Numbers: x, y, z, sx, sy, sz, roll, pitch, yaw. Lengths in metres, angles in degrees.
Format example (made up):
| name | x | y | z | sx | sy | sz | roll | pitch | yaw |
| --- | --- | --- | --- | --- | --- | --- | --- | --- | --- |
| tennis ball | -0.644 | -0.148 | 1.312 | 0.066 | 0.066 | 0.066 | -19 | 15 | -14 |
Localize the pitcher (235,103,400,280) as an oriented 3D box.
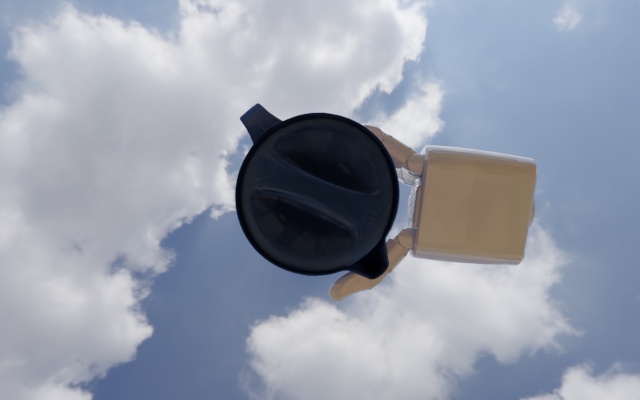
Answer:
| name | x | y | z | sx | sy | sz | roll | pitch | yaw |
| --- | --- | --- | --- | --- | --- | --- | --- | --- | --- |
| pitcher | 0.000 | 0.002 | 0.496 | 0.145 | 0.149 | 0.243 | 4 | -8 | 5 |
